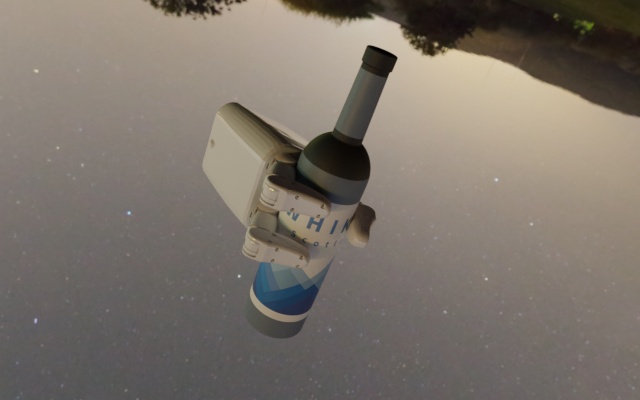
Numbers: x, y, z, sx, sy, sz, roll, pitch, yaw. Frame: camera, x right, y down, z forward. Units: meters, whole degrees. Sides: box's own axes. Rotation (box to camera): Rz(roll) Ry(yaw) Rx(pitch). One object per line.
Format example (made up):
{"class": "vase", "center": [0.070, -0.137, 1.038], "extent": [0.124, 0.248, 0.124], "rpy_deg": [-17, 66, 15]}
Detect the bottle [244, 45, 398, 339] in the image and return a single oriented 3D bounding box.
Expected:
{"class": "bottle", "center": [0.000, 0.002, 0.451], "extent": [0.069, 0.296, 0.069], "rpy_deg": [18, 26, -9]}
